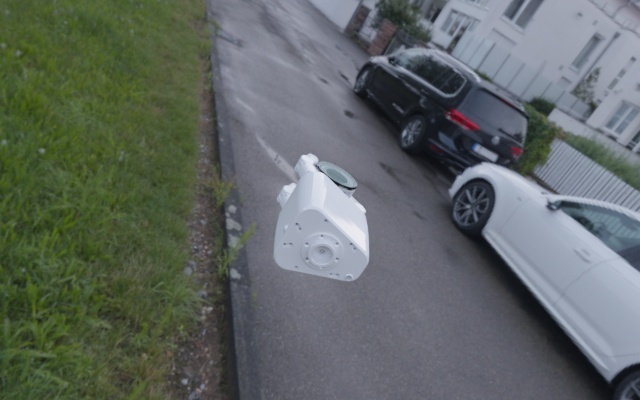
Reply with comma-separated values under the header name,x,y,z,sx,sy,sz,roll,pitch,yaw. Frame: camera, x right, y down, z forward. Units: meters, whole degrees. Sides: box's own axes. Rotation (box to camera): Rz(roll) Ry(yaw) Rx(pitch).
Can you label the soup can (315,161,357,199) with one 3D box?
name,x,y,z,sx,sy,sz,roll,pitch,yaw
soup can,0.000,0.002,0.703,0.068,0.102,0.068,27,22,-12
